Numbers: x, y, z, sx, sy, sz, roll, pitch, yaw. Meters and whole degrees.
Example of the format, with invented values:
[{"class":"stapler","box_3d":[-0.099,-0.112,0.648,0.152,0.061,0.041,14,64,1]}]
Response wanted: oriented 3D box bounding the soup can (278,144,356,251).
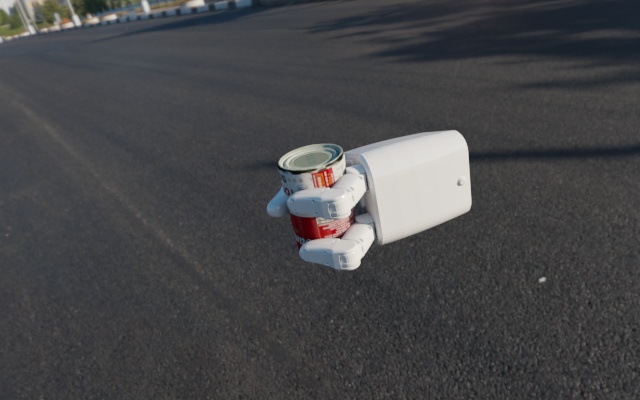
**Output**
[{"class":"soup can","box_3d":[0.000,0.001,0.485,0.068,0.102,0.068,-10,26,5]}]
